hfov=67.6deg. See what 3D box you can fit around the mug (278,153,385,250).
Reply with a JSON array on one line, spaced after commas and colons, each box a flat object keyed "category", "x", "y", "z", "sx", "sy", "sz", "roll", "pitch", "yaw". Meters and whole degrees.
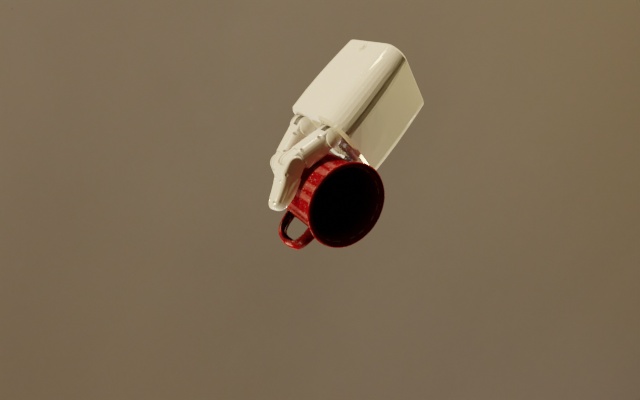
[{"category": "mug", "x": -0.001, "y": 0.003, "z": 0.512, "sx": 0.093, "sy": 0.117, "sz": 0.081, "roll": 43, "pitch": -6, "yaw": -37}]
